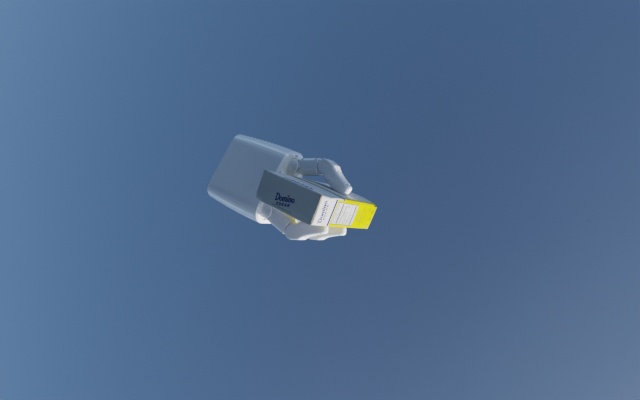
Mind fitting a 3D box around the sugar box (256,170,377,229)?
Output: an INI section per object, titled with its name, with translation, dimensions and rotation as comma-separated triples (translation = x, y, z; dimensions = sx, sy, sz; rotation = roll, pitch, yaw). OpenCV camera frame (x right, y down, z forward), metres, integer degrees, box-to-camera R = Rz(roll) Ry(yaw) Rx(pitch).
[sugar box]
translation = 0.000, 0.003, 0.654
dimensions = 0.093, 0.048, 0.176
rotation = 25, 10, 28
